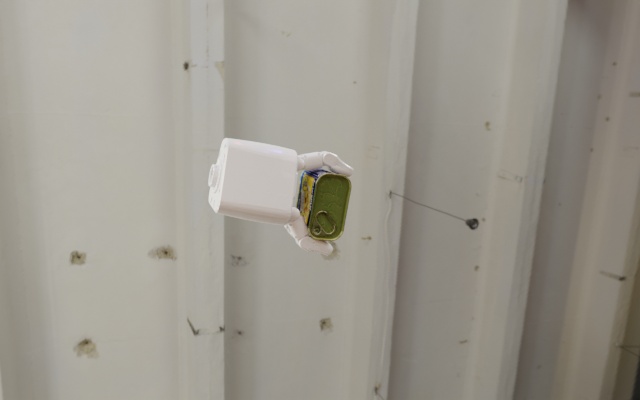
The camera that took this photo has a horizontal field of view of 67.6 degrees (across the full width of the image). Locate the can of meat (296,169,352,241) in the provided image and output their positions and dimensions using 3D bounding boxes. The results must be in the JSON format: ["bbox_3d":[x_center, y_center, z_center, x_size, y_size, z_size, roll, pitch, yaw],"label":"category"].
[{"bbox_3d":[0.000,0.002,0.744,0.057,0.102,0.084,6,10,-22],"label":"can of meat"}]
